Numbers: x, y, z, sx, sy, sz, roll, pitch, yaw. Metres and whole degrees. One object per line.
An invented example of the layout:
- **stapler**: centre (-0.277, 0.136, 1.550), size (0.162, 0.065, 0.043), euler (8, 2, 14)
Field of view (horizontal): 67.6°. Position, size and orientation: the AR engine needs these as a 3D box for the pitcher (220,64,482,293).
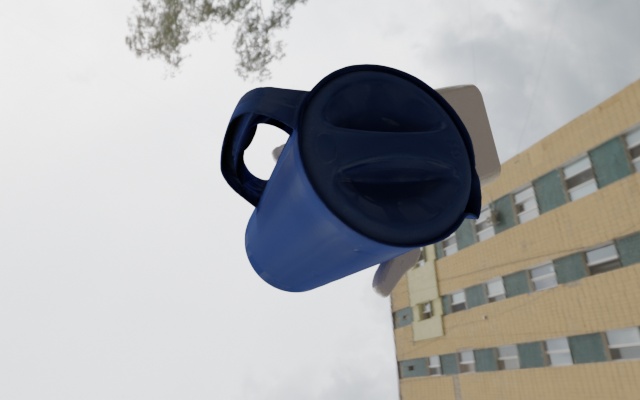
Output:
- **pitcher**: centre (0.000, 0.001, 0.411), size (0.145, 0.149, 0.243), euler (-22, -11, -27)
